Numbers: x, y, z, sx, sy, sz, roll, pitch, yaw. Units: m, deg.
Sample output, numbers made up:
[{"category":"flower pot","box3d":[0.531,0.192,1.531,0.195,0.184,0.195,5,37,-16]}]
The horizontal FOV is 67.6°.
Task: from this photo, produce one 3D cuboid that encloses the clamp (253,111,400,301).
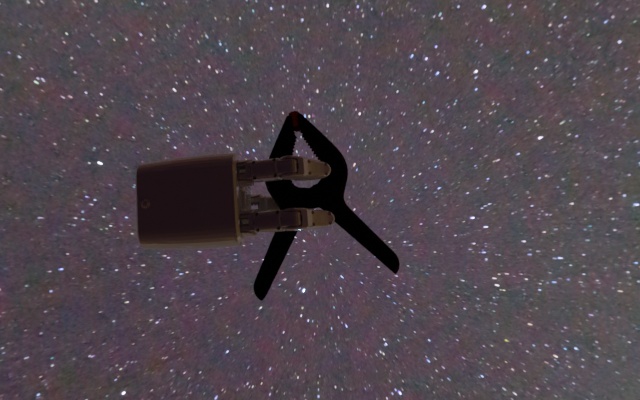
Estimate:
[{"category":"clamp","box3d":[0.000,0.001,0.543,0.164,0.210,0.036,-5,-6,1]}]
